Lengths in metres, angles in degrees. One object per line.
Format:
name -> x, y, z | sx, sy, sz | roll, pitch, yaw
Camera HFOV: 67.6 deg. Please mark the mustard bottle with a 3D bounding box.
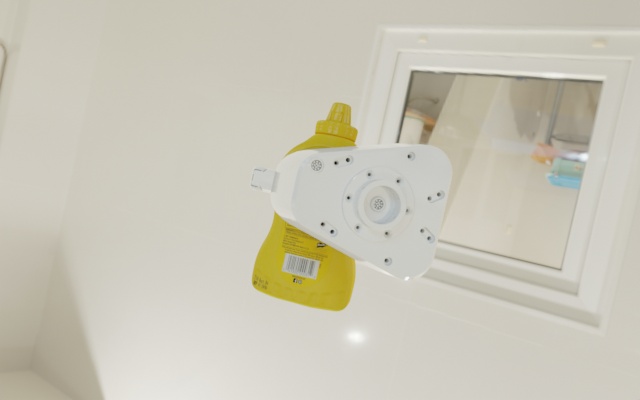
mustard bottle -> 0.000, 0.002, 0.458 | 0.096, 0.191, 0.058 | 13, 1, 13
